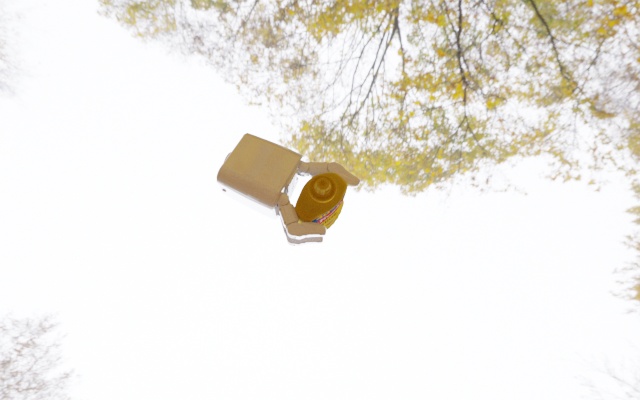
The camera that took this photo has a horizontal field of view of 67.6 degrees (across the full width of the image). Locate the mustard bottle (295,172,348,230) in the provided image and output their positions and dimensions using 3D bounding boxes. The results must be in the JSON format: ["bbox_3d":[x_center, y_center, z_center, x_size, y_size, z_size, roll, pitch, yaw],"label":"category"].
[{"bbox_3d":[0.000,0.003,0.770,0.096,0.058,0.192,-39,-12,-12],"label":"mustard bottle"}]
